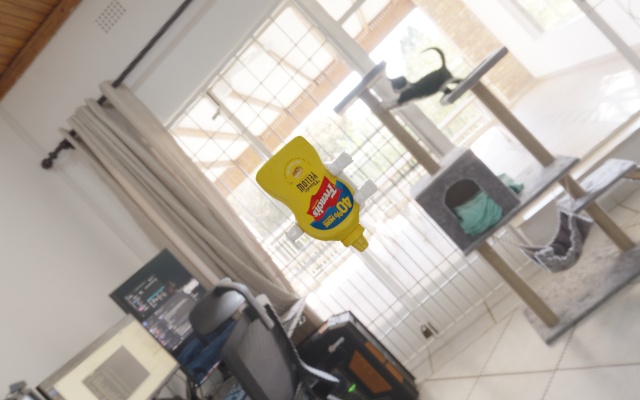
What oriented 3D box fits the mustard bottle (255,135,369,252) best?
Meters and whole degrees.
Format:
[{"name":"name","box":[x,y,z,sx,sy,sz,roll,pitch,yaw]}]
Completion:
[{"name":"mustard bottle","box":[0.000,0.002,0.706,0.096,0.191,0.058,-44,1,-15]}]
